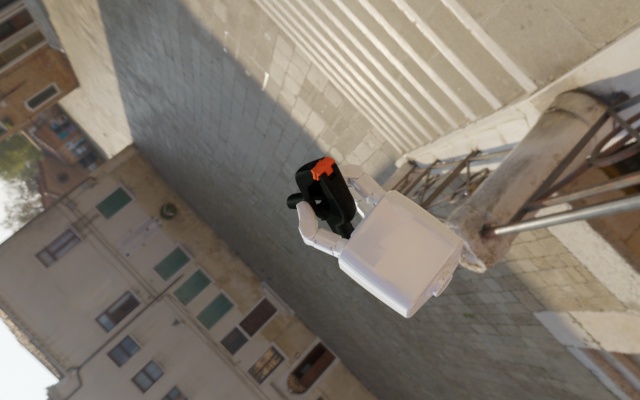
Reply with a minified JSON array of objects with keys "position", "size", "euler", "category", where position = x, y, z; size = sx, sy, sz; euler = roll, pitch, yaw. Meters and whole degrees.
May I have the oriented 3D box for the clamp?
[{"position":[0.000,0.002,0.643],"size":[0.164,0.036,0.210],"euler":[37,-20,26],"category":"clamp"}]
